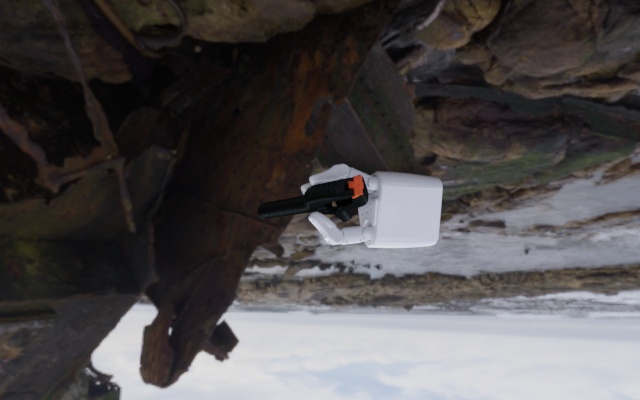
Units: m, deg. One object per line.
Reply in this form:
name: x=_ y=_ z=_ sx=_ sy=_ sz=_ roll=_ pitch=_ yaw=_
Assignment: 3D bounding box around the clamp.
clamp: x=0.001 y=0.003 z=0.713 sx=0.164 sy=0.036 sz=0.210 roll=1 pitch=-13 yaw=-16
